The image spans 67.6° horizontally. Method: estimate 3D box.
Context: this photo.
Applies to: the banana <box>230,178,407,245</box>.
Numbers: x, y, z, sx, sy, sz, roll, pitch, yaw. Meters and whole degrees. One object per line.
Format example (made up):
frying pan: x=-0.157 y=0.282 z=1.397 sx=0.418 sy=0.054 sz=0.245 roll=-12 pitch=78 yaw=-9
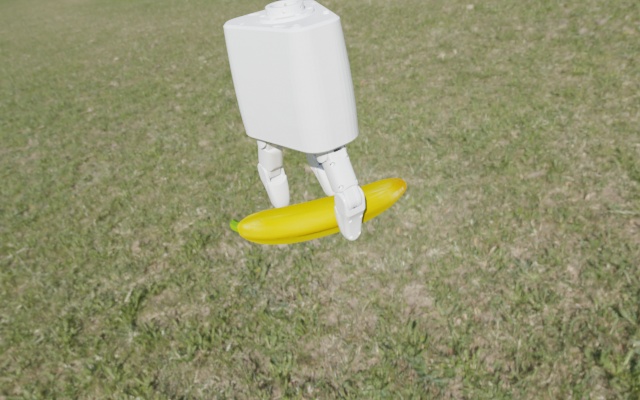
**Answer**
banana: x=-0.001 y=0.011 z=0.494 sx=0.198 sy=0.037 sz=0.069 roll=-12 pitch=29 yaw=0
